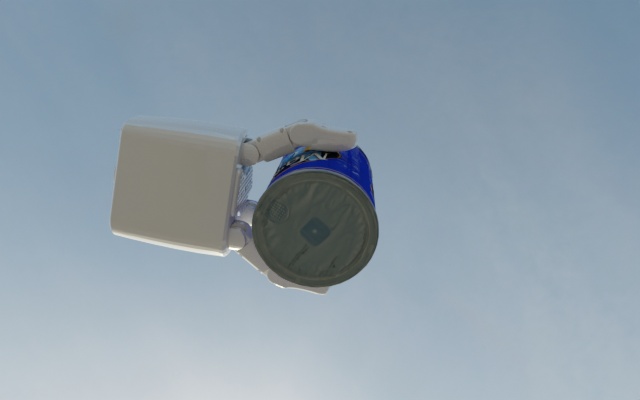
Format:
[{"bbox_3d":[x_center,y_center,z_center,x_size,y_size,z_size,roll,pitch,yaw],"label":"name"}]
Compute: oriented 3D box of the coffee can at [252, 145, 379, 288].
[{"bbox_3d":[0.000,0.001,0.446,0.103,0.103,0.140,0,20,4],"label":"coffee can"}]
